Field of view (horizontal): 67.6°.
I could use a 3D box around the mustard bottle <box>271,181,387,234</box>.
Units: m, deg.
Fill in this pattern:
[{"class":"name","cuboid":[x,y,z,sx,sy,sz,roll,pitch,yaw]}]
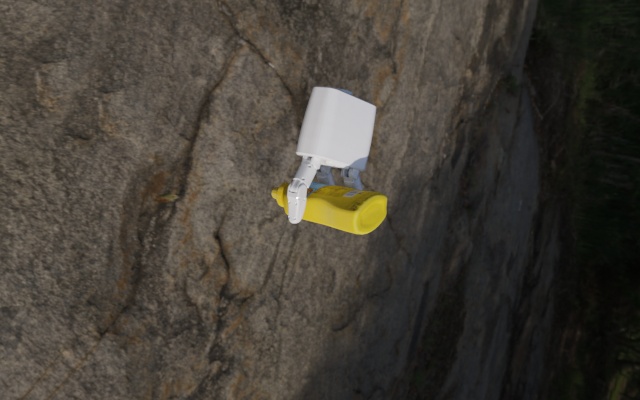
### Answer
[{"class":"mustard bottle","cuboid":[0.000,0.003,0.748,0.191,0.058,0.096,13,24,34]}]
